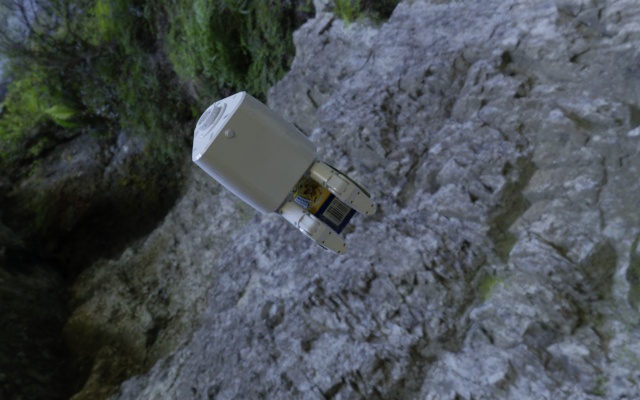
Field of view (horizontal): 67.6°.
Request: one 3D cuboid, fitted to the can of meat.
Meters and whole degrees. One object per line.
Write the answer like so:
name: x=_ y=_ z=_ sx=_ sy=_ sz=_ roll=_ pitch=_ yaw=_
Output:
can of meat: x=0.000 y=0.002 z=0.589 sx=0.057 sy=0.084 sz=0.102 roll=38 pitch=-1 yaw=-33
